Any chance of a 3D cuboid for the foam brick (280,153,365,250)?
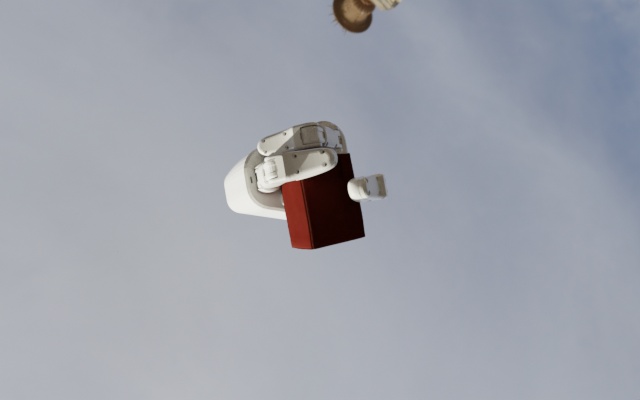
[{"bbox_3d":[0.000,0.002,0.426,0.053,0.078,0.051,-9,-3,-25],"label":"foam brick"}]
